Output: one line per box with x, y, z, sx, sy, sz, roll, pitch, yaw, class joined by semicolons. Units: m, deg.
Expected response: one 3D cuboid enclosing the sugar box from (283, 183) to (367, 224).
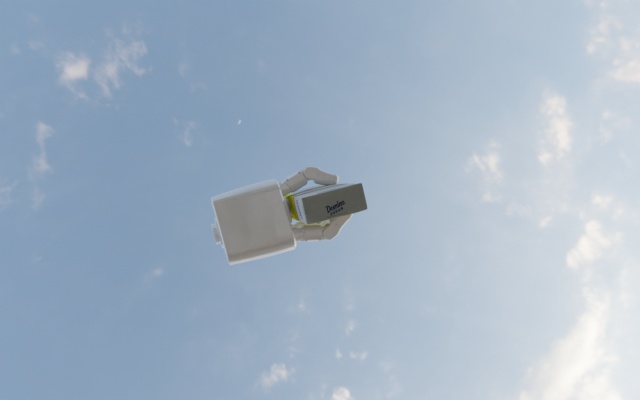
0.000;0.003;0.747;0.093;0.048;0.176;-14;7;-12;sugar box
